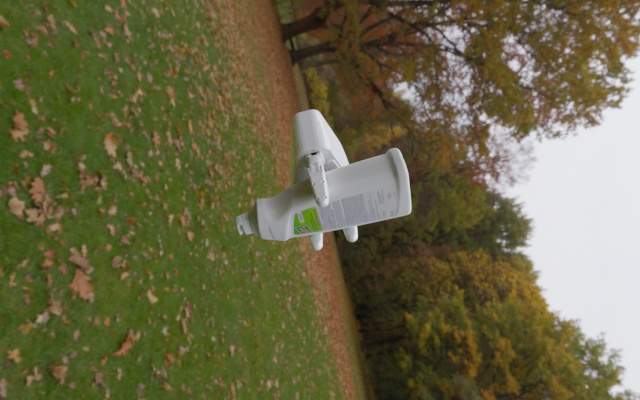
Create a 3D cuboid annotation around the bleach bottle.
[{"bbox_3d":[0.000,0.002,0.691,0.251,0.103,0.068,-13,44,2],"label":"bleach bottle"}]
